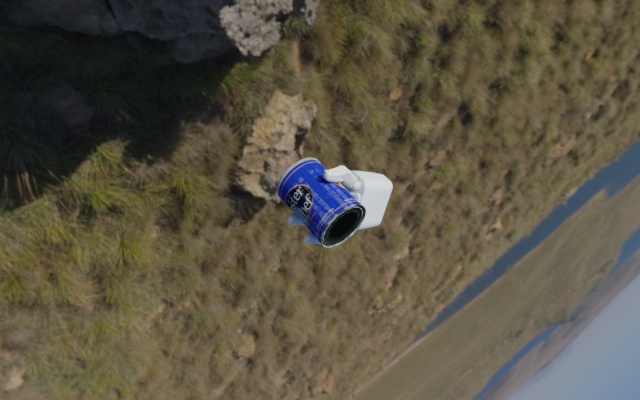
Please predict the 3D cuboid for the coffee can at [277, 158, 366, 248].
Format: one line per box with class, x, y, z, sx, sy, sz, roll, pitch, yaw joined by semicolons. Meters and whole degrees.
coffee can;0.000;0.003;0.879;0.103;0.103;0.140;0;39;-51
